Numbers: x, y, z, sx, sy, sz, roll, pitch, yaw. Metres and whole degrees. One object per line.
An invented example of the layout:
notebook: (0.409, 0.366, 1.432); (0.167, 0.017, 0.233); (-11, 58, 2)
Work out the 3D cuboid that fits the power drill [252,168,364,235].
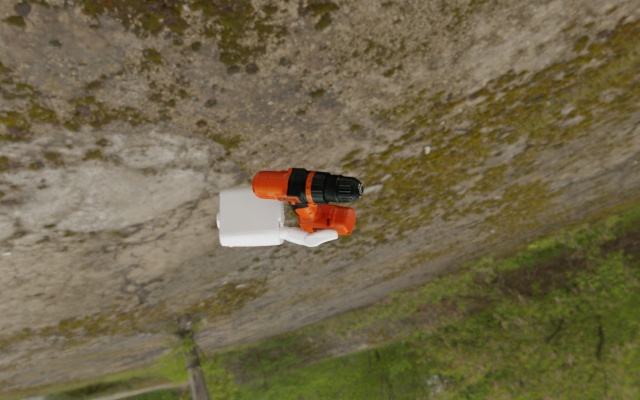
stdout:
power drill: (0.000, 0.003, 0.807); (0.184, 0.057, 0.188); (6, -21, 22)
